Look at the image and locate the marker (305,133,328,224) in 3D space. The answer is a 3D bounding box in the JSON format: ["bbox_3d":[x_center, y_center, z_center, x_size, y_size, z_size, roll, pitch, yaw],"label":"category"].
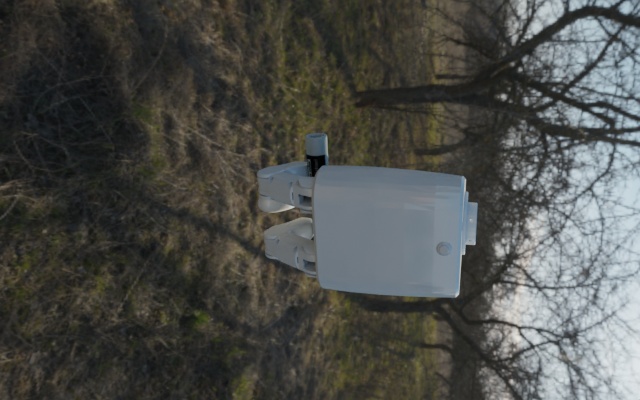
[{"bbox_3d":[0.000,0.001,0.423,0.020,0.121,0.020,-3,21,1],"label":"marker"}]
